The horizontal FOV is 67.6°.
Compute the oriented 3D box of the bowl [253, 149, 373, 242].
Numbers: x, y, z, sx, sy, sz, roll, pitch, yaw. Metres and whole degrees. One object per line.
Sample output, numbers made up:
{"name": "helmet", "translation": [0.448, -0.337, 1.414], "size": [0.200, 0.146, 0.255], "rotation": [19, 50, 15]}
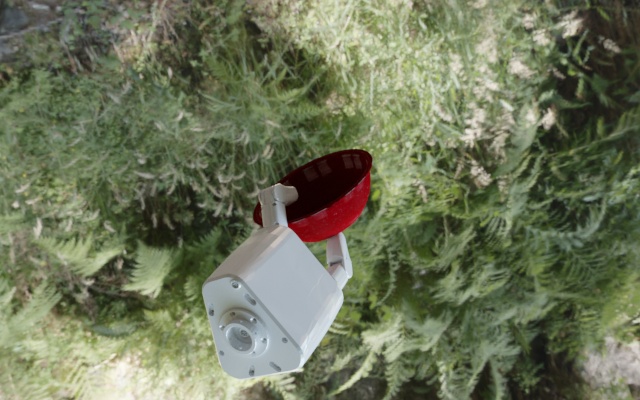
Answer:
{"name": "bowl", "translation": [0.001, 0.001, 0.588], "size": [0.162, 0.055, 0.162], "rotation": [-25, 24, 12]}
